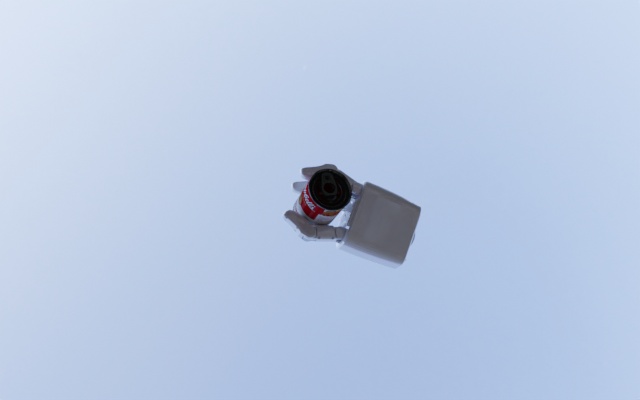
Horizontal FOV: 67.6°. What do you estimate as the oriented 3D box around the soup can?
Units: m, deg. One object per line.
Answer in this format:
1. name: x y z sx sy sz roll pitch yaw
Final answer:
1. soup can: 0.000 0.003 0.746 0.068 0.068 0.102 0 -22 -19
